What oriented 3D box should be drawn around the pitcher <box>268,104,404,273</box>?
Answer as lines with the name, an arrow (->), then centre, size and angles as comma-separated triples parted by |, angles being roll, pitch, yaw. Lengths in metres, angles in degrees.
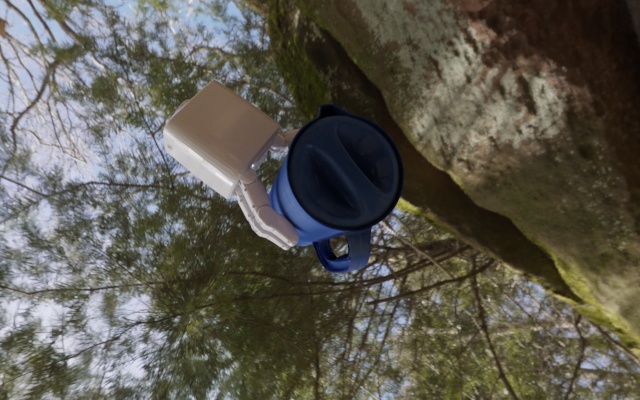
pitcher -> 0.000, 0.002, 0.616 | 0.145, 0.149, 0.243 | 34, -19, -6
